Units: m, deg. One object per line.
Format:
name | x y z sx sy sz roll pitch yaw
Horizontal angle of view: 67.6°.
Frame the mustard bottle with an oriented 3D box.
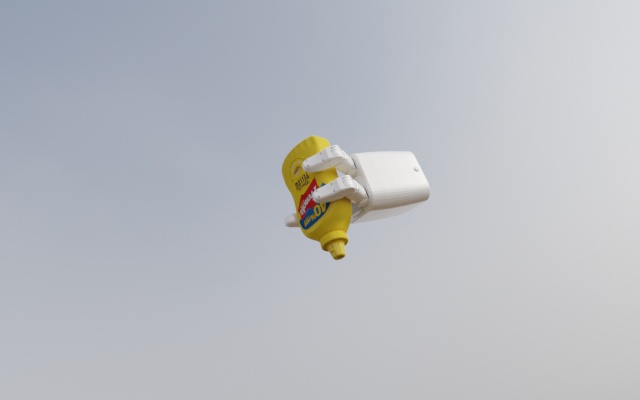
mustard bottle | 0.000 0.002 0.721 0.058 0.191 0.096 10 -41 -41
